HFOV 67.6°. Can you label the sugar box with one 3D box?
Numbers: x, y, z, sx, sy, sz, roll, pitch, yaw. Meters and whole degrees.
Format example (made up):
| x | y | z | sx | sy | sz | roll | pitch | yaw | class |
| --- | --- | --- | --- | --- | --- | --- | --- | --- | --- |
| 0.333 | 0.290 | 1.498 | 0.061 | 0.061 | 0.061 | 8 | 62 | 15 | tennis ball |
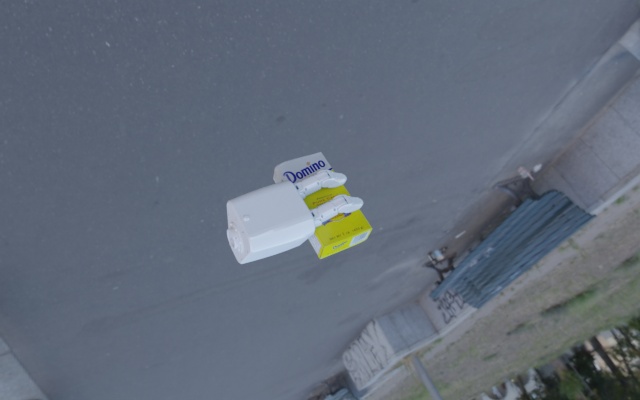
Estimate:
| x | y | z | sx | sy | sz | roll | pitch | yaw | class |
| --- | --- | --- | --- | --- | --- | --- | --- | --- | --- |
| 0.000 | 0.002 | 0.794 | 0.093 | 0.176 | 0.048 | -19 | -28 | -25 | sugar box |
